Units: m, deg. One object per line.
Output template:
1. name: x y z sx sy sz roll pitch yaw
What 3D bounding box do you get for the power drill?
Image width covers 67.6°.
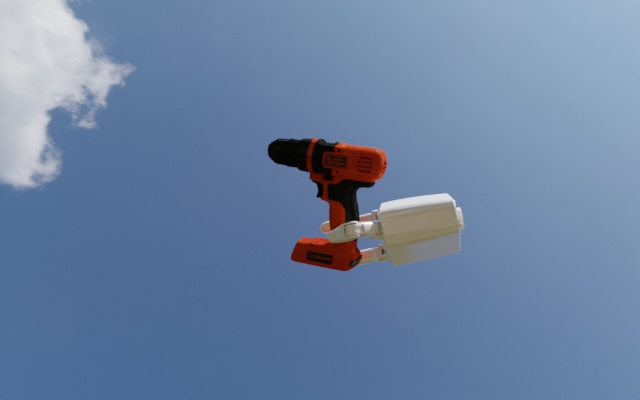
1. power drill: 0.000 0.003 0.715 0.184 0.188 0.057 10 14 22
